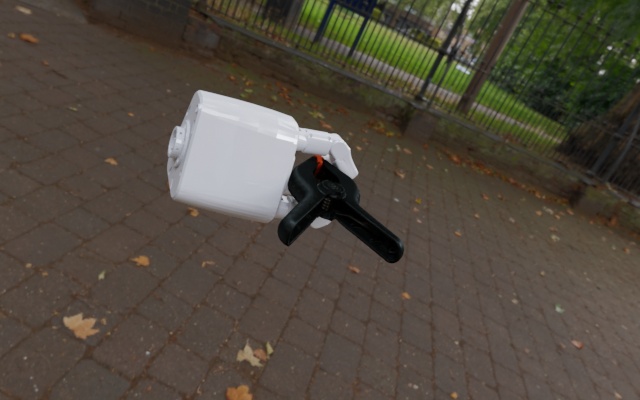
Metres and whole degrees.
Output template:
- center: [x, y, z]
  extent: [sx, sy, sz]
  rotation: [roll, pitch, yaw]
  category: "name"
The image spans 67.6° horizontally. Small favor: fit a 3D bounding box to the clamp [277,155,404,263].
- center: [0.000, 0.001, 0.482]
  extent: [0.120, 0.039, 0.171]
  rotation: [13, 25, -28]
  category: "clamp"
